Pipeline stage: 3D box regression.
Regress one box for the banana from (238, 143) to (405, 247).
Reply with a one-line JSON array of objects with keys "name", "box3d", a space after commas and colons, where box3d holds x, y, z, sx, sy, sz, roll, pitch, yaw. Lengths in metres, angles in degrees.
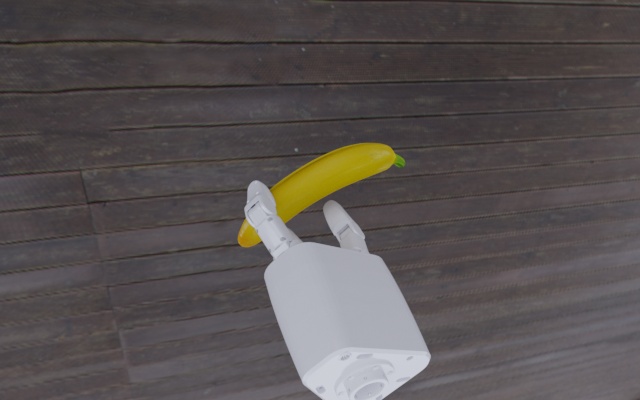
[{"name": "banana", "box3d": [-0.002, -0.011, 0.482, 0.198, 0.037, 0.070, -26, -42, -3]}]
